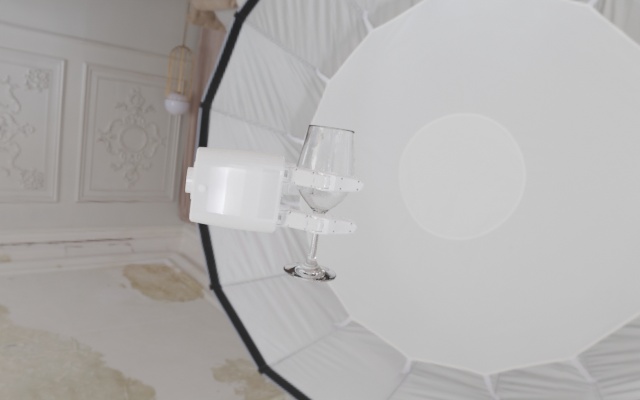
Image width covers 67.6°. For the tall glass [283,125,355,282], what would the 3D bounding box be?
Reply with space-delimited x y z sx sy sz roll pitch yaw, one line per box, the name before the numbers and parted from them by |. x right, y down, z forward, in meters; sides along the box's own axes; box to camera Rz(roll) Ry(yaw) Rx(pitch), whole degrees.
tall glass | 0.000 0.003 0.641 0.079 0.201 0.079 9 10 -2
